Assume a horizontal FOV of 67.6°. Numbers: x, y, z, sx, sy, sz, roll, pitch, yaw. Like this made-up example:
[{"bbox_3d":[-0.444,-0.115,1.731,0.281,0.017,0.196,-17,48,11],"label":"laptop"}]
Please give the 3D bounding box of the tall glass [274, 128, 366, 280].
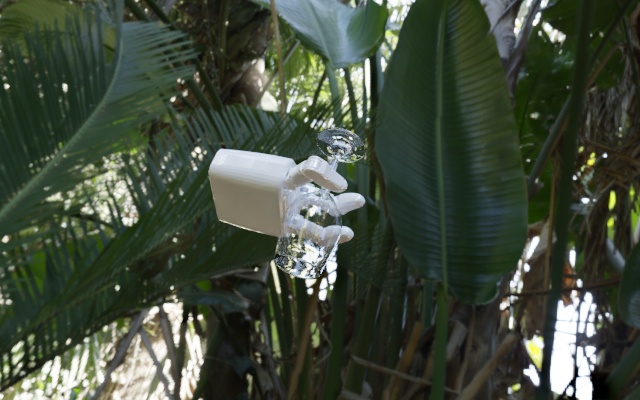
[{"bbox_3d":[0.000,0.002,0.636,0.079,0.201,0.079,15,-30,9],"label":"tall glass"}]
